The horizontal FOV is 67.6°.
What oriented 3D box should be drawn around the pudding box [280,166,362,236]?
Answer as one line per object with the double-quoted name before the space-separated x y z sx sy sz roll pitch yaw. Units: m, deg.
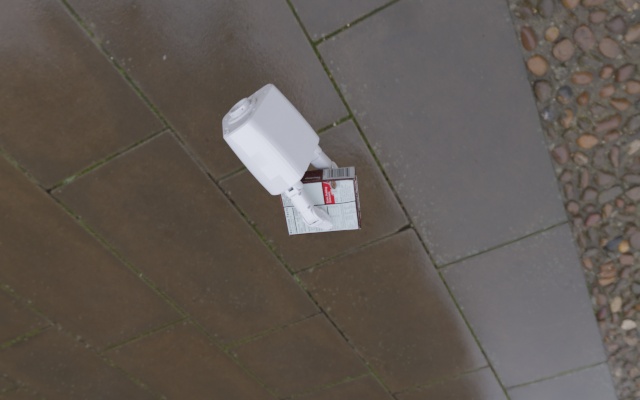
"pudding box" 0.000 0.002 0.700 0.113 0.090 0.039 -4 31 7
